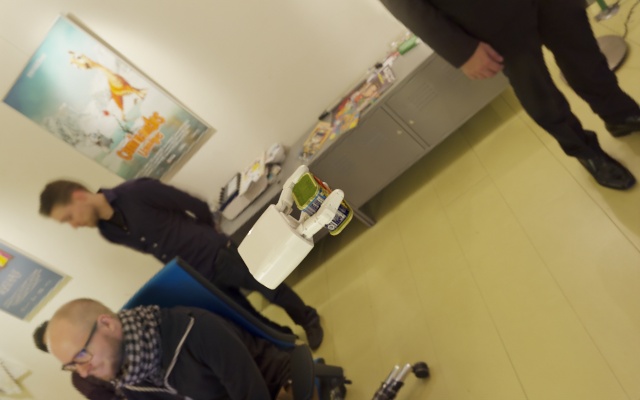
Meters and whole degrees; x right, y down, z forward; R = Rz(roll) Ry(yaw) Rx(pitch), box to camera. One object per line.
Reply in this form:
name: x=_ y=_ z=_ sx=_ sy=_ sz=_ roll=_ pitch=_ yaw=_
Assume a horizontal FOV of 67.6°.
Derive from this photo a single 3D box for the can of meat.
can of meat: x=0.000 y=0.003 z=0.848 sx=0.084 sy=0.057 sz=0.102 roll=37 pitch=10 yaw=-26
